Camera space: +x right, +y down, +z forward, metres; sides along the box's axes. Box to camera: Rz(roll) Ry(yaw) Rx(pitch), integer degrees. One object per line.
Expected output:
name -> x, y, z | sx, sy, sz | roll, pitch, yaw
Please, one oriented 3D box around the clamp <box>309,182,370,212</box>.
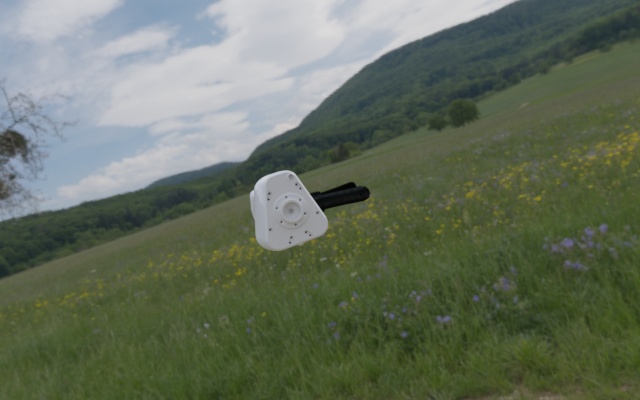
clamp -> 0.000, 0.002, 0.804 | 0.171, 0.039, 0.120 | -20, 2, -13
